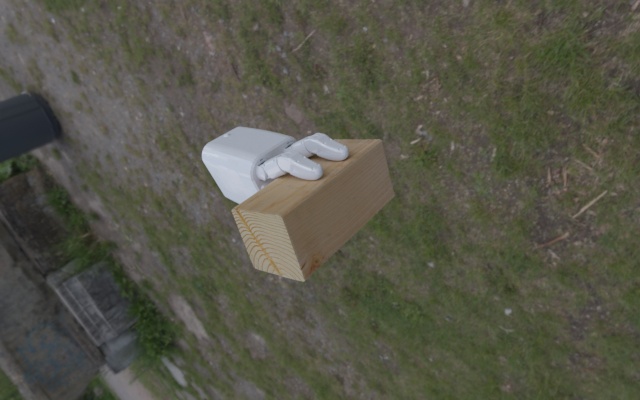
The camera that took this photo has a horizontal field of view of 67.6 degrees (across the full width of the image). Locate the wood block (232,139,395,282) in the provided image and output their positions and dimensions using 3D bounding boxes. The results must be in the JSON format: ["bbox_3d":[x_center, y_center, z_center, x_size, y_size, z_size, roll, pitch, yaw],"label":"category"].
[{"bbox_3d":[0.000,0.002,0.619,0.090,0.091,0.206,6,33,41],"label":"wood block"}]
